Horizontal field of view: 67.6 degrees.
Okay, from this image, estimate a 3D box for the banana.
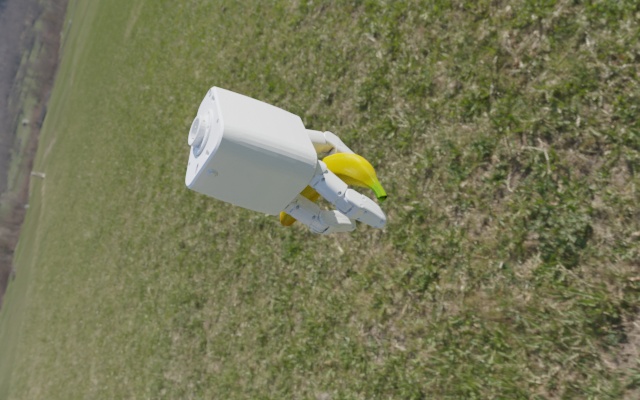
[{"bbox_3d":[0.003,-0.017,0.589,0.037,0.069,0.198,14,-19,-33],"label":"banana"}]
